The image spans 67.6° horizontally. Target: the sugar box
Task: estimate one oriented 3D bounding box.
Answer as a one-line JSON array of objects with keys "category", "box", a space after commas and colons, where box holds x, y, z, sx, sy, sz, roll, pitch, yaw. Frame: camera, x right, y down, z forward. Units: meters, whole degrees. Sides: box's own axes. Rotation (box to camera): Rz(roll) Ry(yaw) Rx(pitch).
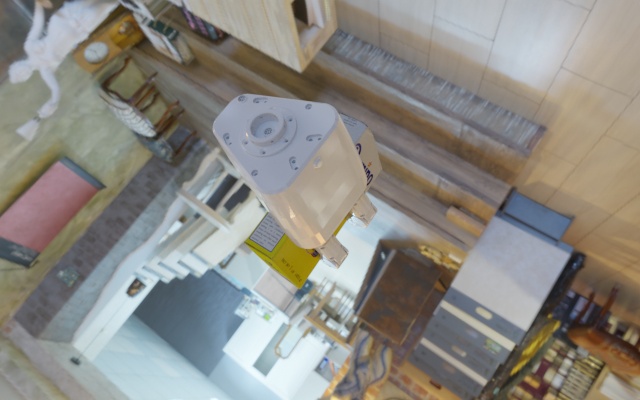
[{"category": "sugar box", "box": [0.000, 0.002, 0.522, 0.048, 0.176, 0.093, 30, -15, 29]}]
